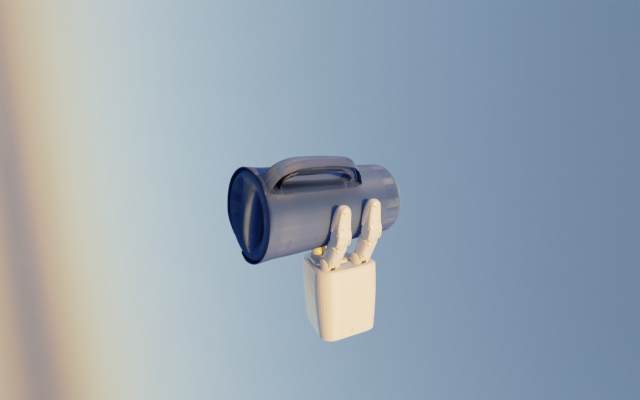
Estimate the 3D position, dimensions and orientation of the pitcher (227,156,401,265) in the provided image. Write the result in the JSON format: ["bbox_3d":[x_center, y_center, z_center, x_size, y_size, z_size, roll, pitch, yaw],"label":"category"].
[{"bbox_3d":[0.000,0.002,0.694,0.243,0.145,0.149,-8,10,-33],"label":"pitcher"}]
